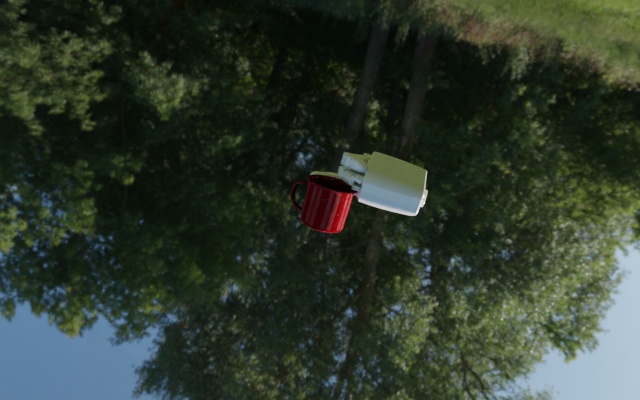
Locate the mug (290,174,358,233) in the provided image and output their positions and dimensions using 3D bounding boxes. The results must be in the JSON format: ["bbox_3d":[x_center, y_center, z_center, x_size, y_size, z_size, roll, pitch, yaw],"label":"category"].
[{"bbox_3d":[-0.001,0.003,0.863,0.117,0.081,0.093,18,17,8],"label":"mug"}]
